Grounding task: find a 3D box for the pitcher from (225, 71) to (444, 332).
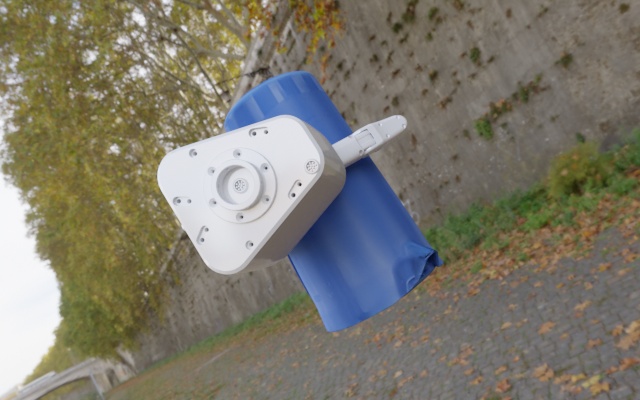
[{"bbox_3d":[0.000,0.002,0.492,0.149,0.243,0.145,-31,-5,7],"label":"pitcher"}]
